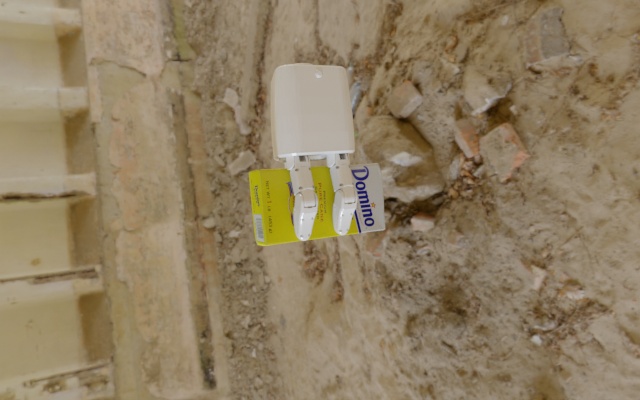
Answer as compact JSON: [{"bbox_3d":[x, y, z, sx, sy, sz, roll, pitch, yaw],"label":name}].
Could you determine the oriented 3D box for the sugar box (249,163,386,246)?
[{"bbox_3d":[0.000,0.002,0.616,0.176,0.093,0.048,-6,3,-26],"label":"sugar box"}]
